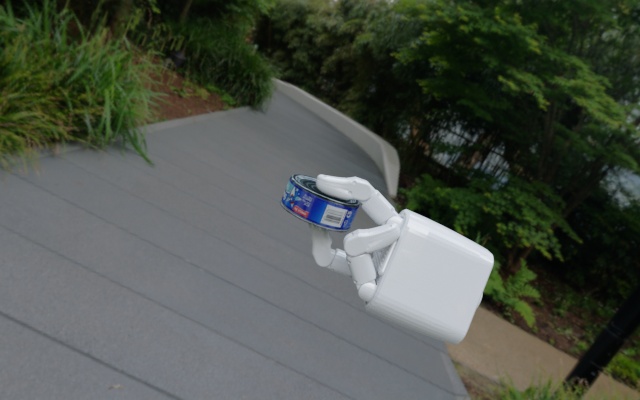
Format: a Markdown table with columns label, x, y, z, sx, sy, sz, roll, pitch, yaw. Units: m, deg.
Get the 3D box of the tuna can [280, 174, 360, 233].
| label | x | y | z | sx | sy | sz | roll | pitch | yaw |
| --- | --- | --- | --- | --- | --- | --- | --- | --- | --- |
| tuna can | 0.000 | 0.001 | 0.540 | 0.086 | 0.034 | 0.086 | 21 | 13 | -5 |
